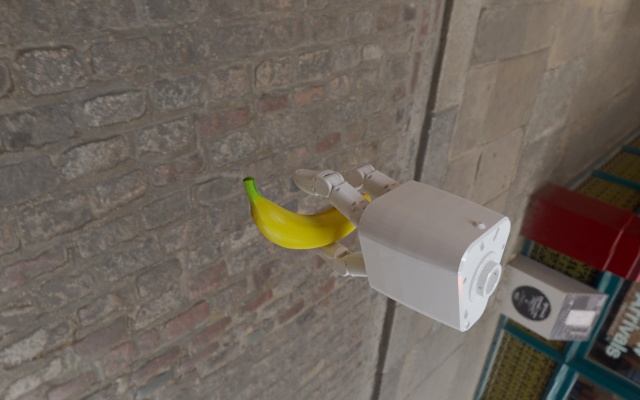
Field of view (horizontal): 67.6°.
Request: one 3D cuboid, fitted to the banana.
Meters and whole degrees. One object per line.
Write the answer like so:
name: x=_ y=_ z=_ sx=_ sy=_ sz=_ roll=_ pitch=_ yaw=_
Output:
banana: x=-0.006 y=0.020 z=0.527 sx=0.037 sy=0.069 sz=0.198 roll=17 pitch=7 yaw=40
